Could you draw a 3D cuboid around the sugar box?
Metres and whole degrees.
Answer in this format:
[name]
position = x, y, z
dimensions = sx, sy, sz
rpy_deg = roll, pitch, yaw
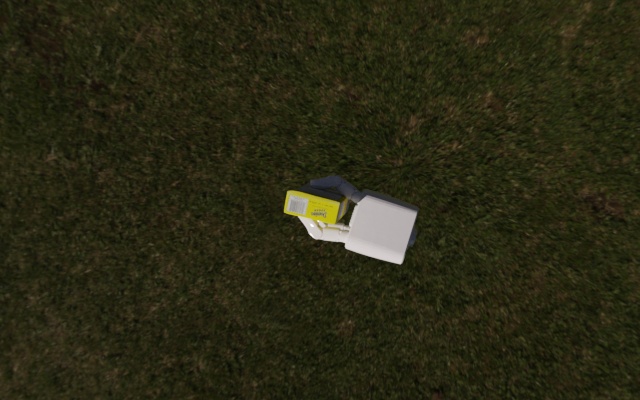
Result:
[sugar box]
position = 0.000, 0.003, 0.879
dimensions = 0.093, 0.048, 0.176
rpy_deg = 14, 6, 9
